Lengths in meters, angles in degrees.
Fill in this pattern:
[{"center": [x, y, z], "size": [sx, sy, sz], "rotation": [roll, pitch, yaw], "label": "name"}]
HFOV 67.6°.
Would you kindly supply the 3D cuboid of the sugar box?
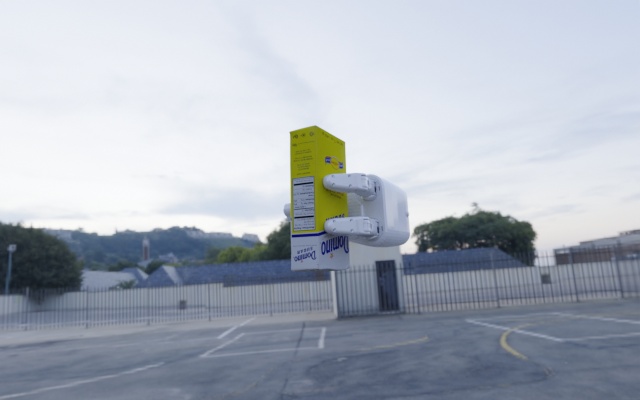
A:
[{"center": [0.001, 0.002, 0.611], "size": [0.048, 0.176, 0.093], "rotation": [-9, -10, 27], "label": "sugar box"}]
